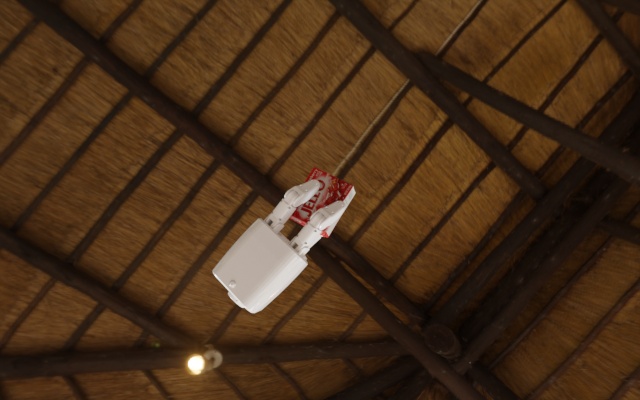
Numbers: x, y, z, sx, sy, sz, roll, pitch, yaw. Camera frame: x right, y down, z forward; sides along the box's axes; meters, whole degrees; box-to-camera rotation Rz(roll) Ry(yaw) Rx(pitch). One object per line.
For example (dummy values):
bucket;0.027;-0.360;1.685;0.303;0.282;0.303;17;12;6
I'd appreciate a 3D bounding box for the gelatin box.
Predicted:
gelatin box;0.000;0.002;0.735;0.073;0.089;0.030;27;-17;21
